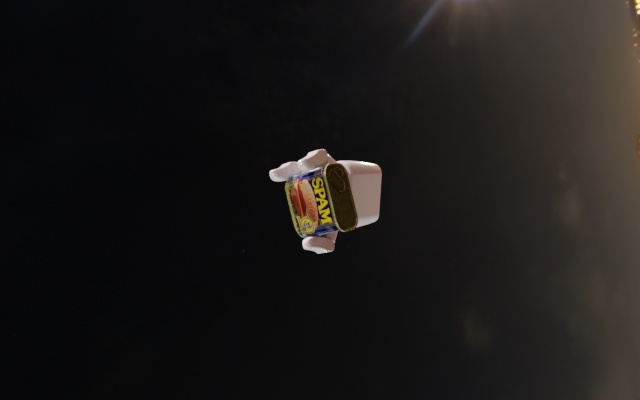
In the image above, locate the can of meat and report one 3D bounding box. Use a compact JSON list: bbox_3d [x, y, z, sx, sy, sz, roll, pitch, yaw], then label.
[{"bbox_3d":[0.000,0.003,0.725,0.084,0.102,0.057,-14,-1,37],"label":"can of meat"}]
